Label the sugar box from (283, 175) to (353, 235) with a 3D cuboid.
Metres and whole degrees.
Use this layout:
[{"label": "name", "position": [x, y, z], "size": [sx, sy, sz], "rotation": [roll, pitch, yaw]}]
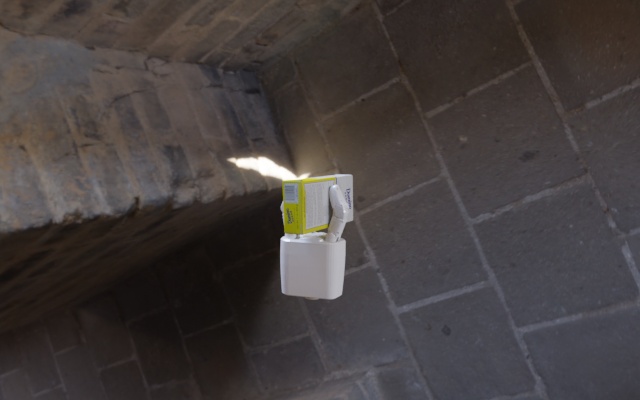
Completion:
[{"label": "sugar box", "position": [0.000, 0.003, 0.868], "size": [0.048, 0.093, 0.176], "rotation": [2, 6, 30]}]
